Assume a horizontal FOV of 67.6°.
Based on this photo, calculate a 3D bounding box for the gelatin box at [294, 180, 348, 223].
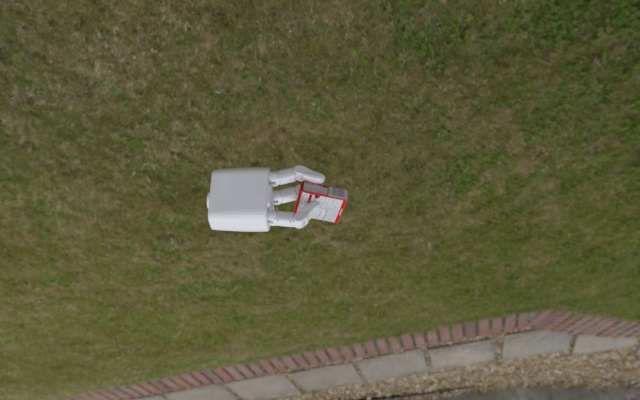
[{"bbox_3d":[0.000,0.003,0.895,0.089,0.030,0.073,11,-41,-7],"label":"gelatin box"}]
